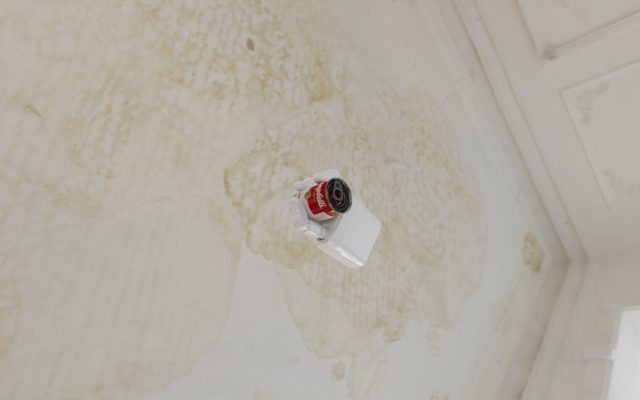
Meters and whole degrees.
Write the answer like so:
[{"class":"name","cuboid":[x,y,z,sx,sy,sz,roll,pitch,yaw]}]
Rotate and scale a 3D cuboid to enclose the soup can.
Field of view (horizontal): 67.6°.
[{"class":"soup can","cuboid":[0.000,0.003,0.894,0.068,0.068,0.102,0,-14,-45]}]
